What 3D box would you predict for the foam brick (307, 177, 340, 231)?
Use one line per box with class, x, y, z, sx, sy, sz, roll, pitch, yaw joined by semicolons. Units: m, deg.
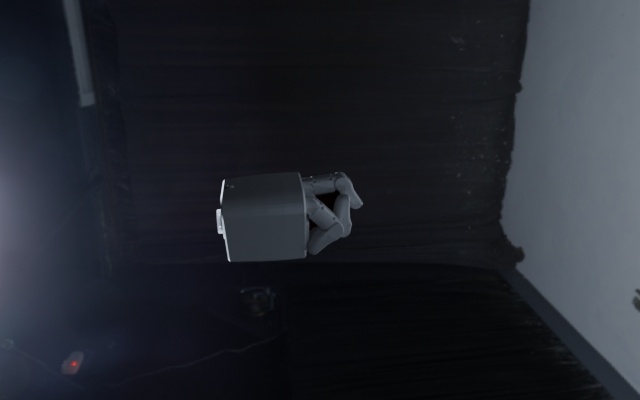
foam brick;0.000;0.002;0.697;0.051;0.053;0.078;-6;25;-5
